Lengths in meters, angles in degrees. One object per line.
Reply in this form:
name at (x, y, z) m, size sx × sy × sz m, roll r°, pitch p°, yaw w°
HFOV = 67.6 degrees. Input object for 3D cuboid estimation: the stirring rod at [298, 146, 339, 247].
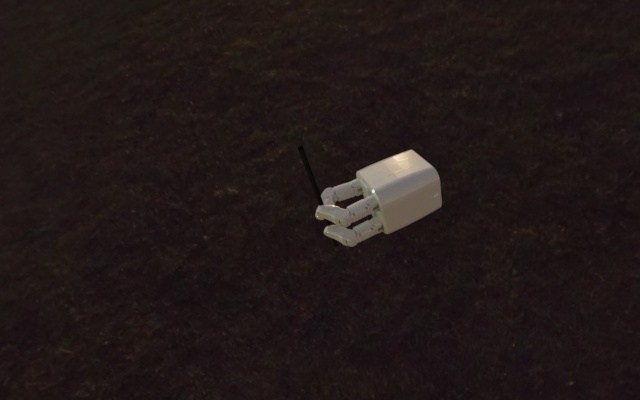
stirring rod at (0.000, 0.002, 0.762) m, size 0.011 × 0.011 × 0.240 m, roll 0°, pitch -39°, yaw 18°
